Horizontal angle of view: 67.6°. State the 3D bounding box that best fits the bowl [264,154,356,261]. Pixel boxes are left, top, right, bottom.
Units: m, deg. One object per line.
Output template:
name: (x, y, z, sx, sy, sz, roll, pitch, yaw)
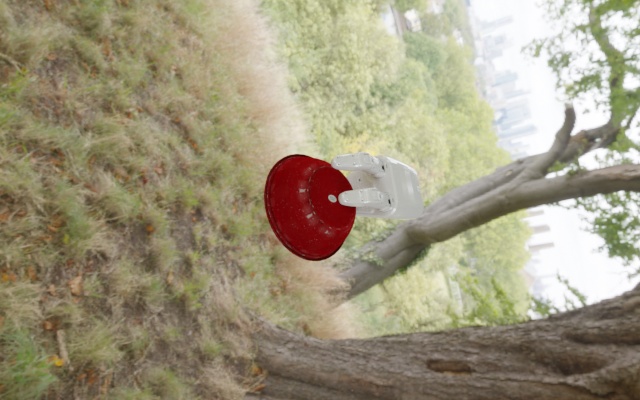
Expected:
bowl: (-0.001, 0.002, 0.678, 0.162, 0.162, 0.055, 0, -15, -43)
